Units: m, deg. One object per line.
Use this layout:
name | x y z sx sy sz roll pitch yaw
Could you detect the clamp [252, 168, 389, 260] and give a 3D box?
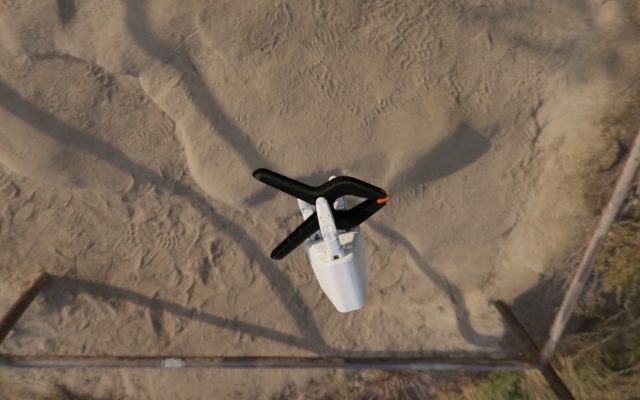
clamp | 0.001 0.003 0.750 0.210 0.165 0.036 -16 30 2
